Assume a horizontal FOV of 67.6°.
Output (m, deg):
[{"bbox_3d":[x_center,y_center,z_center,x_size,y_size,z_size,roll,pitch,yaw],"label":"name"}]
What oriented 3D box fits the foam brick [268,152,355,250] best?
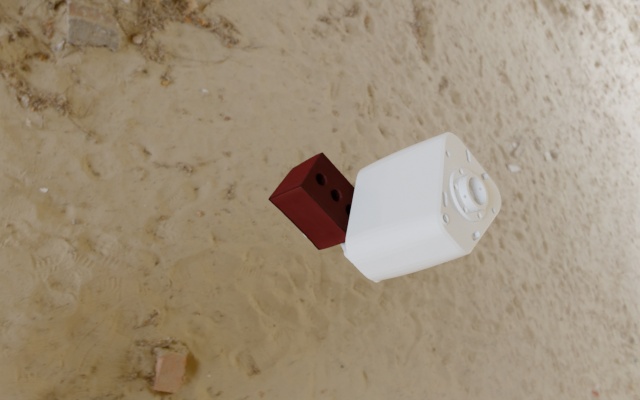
[{"bbox_3d":[0.000,0.001,0.476,0.051,0.078,0.053,-24,27,47],"label":"foam brick"}]
